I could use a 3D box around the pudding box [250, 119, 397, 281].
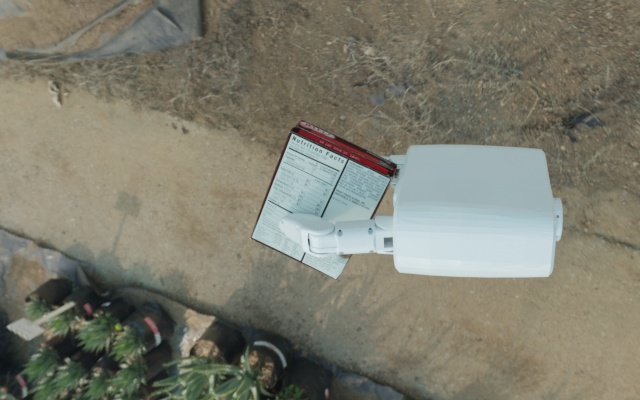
[{"bbox_3d":[0.000,0.001,0.404,0.090,0.113,0.039,26,26,3],"label":"pudding box"}]
